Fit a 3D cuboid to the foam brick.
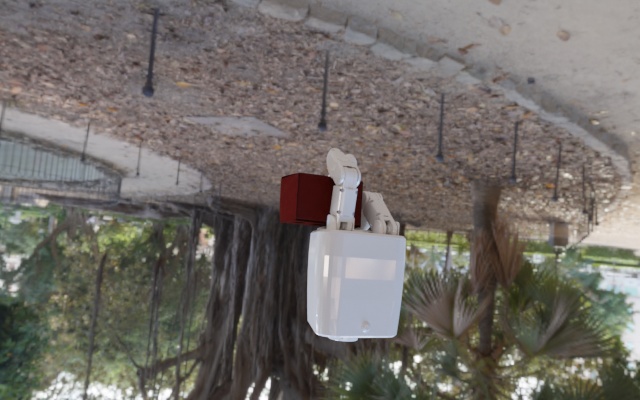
[{"bbox_3d":[0.000,0.002,0.518,0.078,0.051,0.053,7,-6,-23],"label":"foam brick"}]
